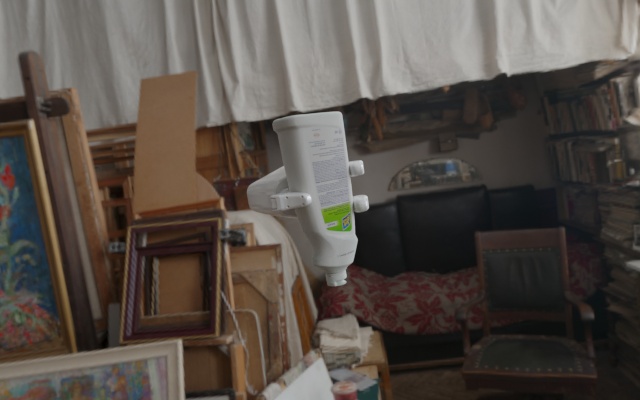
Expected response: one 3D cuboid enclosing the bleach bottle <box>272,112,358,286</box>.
[{"bbox_3d":[0.000,0.002,0.694,0.102,0.251,0.068,-12,8,-35],"label":"bleach bottle"}]
